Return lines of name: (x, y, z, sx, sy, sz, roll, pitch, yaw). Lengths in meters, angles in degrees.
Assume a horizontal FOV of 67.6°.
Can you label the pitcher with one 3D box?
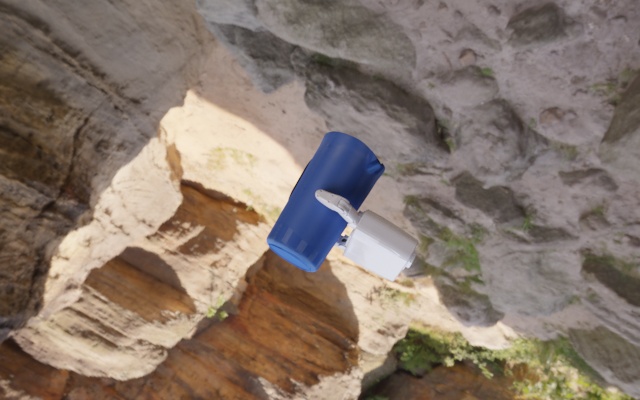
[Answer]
pitcher: (0.000, 0.003, 0.887, 0.145, 0.242, 0.149, 30, -16, 7)
